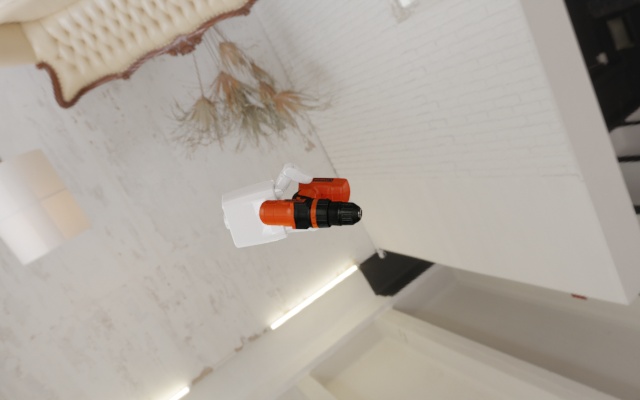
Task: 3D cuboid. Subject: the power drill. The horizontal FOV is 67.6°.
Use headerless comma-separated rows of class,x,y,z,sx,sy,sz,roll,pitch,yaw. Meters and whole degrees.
power drill,0.000,0.003,0.890,0.184,0.057,0.187,2,15,16
